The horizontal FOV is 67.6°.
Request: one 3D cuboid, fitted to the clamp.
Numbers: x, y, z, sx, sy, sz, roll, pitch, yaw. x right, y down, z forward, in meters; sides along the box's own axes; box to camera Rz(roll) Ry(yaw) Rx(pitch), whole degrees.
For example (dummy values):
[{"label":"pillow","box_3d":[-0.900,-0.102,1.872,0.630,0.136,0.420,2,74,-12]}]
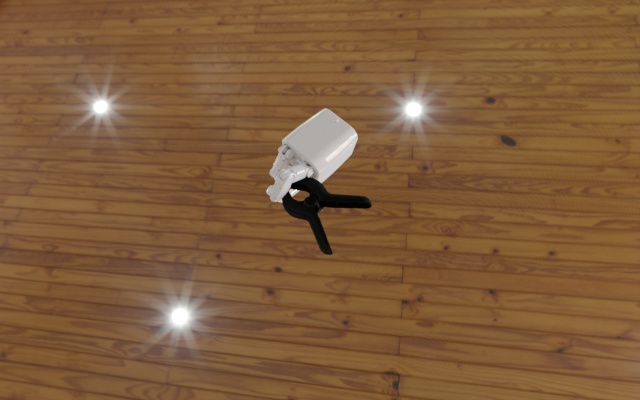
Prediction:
[{"label":"clamp","box_3d":[0.000,0.003,0.826,0.120,0.171,0.039,-38,-27,-17]}]
